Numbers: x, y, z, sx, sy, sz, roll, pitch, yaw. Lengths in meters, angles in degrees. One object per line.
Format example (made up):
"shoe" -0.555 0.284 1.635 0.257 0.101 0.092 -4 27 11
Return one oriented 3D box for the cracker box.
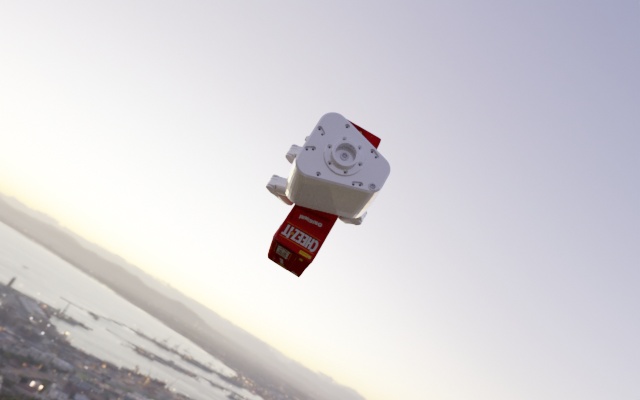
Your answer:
"cracker box" 0.000 0.002 0.739 0.072 0.213 0.164 31 -18 1
